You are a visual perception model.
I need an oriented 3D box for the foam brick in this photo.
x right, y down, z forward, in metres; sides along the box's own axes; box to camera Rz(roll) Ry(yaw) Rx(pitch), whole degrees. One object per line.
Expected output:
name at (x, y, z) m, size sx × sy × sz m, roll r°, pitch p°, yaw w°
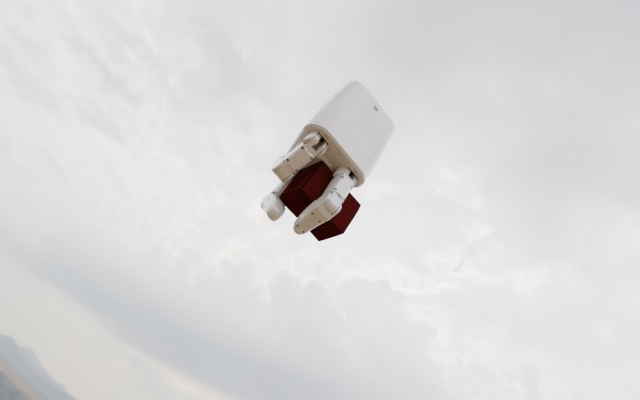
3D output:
foam brick at (0.000, 0.002, 0.579) m, size 0.053 × 0.078 × 0.051 m, roll -20°, pitch 28°, yaw 50°
